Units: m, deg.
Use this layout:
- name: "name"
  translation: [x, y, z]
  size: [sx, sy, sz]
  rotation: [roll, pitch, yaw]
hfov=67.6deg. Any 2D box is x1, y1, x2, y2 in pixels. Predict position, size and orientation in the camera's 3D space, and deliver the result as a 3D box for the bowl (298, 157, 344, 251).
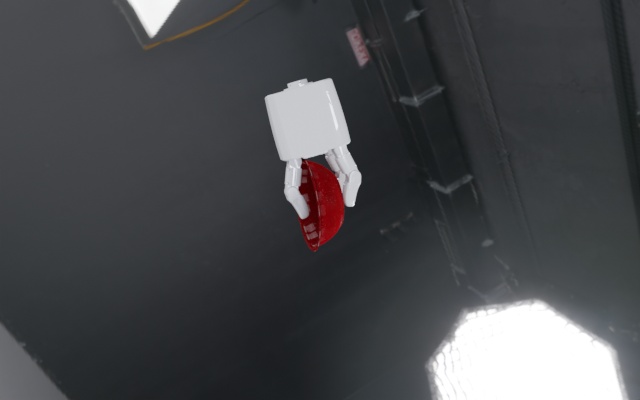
- name: "bowl"
  translation: [0.001, 0.004, 0.812]
  size: [0.055, 0.162, 0.162]
  rotation: [-8, 2, -15]
